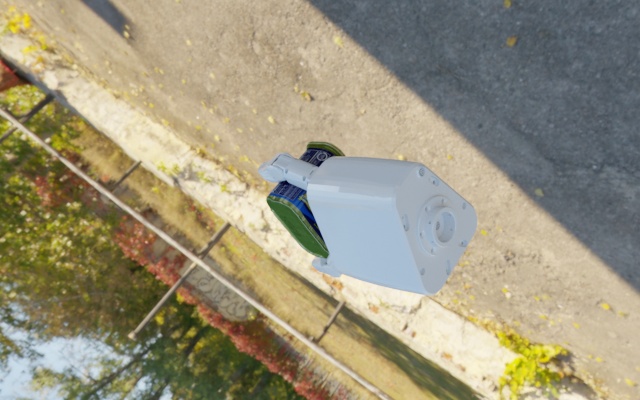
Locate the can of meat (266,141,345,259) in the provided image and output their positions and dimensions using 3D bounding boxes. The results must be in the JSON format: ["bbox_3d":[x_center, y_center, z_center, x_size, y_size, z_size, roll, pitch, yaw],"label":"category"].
[{"bbox_3d":[0.000,0.002,0.517,0.057,0.084,0.102,11,-35,49],"label":"can of meat"}]
